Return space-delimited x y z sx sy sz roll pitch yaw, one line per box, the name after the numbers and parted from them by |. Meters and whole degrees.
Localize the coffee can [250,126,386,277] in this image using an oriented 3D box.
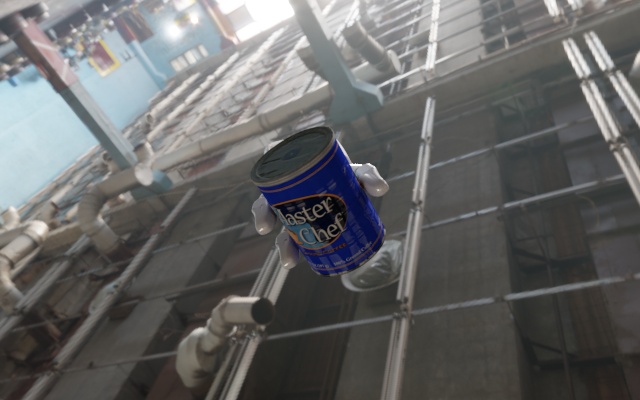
0.000 0.002 0.546 0.103 0.140 0.102 -24 27 13 | coffee can
